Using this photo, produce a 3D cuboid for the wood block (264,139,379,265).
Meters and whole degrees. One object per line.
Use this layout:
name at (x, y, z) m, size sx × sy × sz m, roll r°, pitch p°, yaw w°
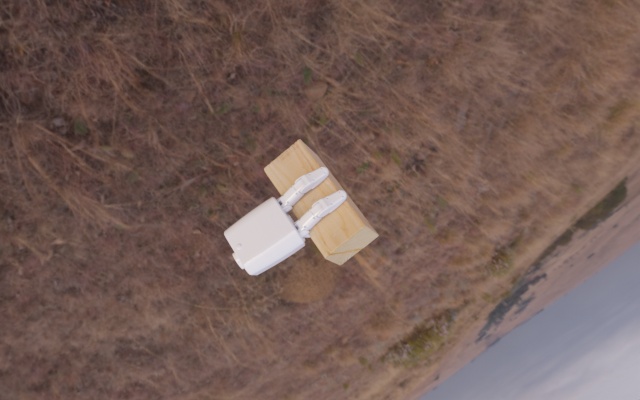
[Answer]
wood block at (0.000, 0.003, 0.855) m, size 0.090 × 0.206 × 0.091 m, roll -39°, pitch -24°, yaw 6°
